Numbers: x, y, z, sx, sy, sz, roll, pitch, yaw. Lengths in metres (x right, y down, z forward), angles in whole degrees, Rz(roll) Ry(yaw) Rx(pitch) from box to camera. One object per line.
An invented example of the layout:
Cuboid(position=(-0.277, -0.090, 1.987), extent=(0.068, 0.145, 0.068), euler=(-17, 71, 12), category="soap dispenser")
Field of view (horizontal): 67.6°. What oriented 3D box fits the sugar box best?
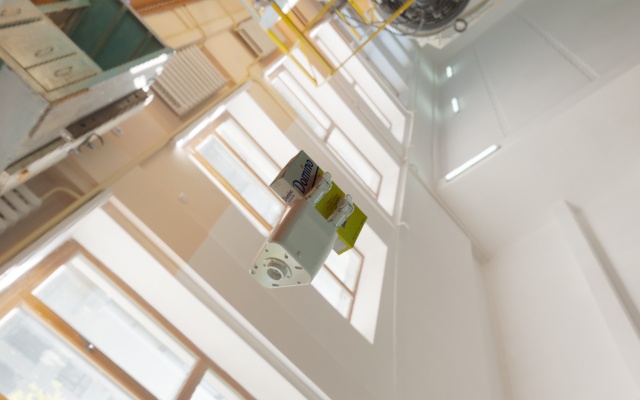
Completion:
Cuboid(position=(0.001, 0.003, 0.844), extent=(0.048, 0.176, 0.093), euler=(-32, 18, 39), category="sugar box")
